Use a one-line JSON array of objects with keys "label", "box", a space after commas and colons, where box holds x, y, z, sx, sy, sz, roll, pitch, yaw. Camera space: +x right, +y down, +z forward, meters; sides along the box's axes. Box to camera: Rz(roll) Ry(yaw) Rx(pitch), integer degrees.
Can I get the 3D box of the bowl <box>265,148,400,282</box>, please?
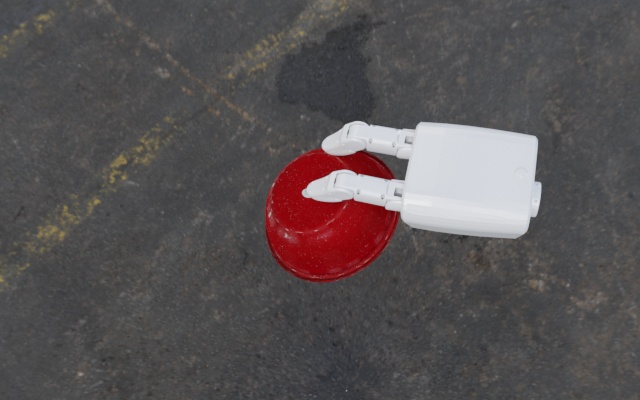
[{"label": "bowl", "box": [-0.001, 0.002, 0.508, 0.162, 0.162, 0.055, 0, -25, 27]}]
